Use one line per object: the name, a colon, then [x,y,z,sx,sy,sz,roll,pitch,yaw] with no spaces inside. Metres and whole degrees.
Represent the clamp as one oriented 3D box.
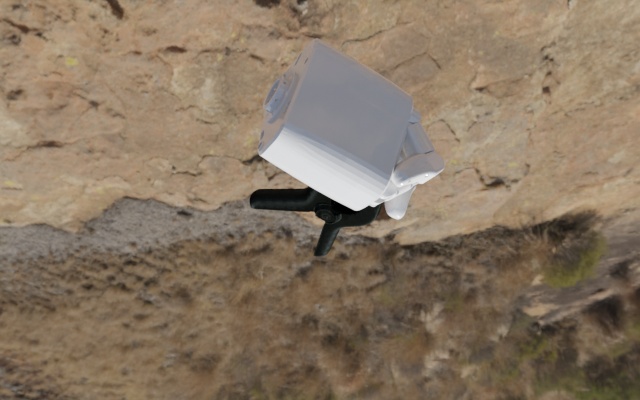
clamp: [0.000,0.002,0.523,0.120,0.039,0.171,29,-41,-20]
